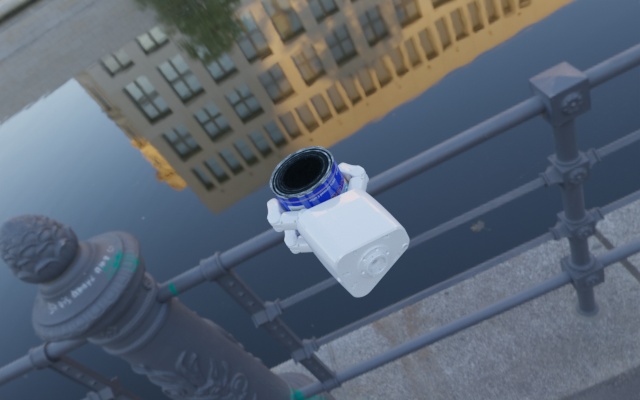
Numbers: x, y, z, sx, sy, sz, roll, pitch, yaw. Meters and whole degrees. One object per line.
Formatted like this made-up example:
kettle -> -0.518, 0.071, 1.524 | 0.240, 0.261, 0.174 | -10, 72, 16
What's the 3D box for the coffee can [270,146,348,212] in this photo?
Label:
coffee can -> 0.000, 0.002, 0.733 | 0.103, 0.102, 0.140 | 0, -40, 32
